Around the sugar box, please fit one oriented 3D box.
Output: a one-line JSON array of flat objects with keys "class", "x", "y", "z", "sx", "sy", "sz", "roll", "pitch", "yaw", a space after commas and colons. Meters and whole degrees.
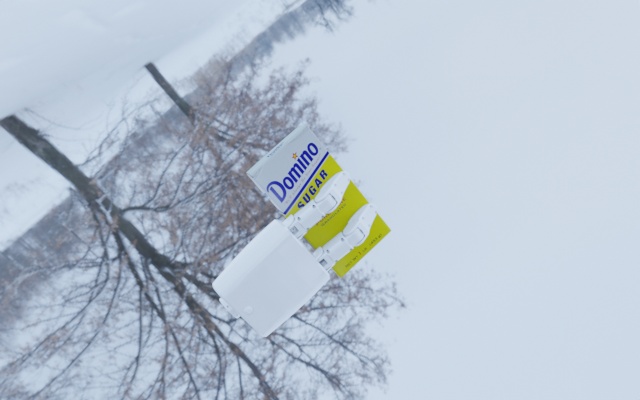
[{"class": "sugar box", "x": 0.000, "y": 0.002, "z": 0.600, "sx": 0.093, "sy": 0.176, "sz": 0.048, "roll": -43, "pitch": 20, "yaw": -7}]
